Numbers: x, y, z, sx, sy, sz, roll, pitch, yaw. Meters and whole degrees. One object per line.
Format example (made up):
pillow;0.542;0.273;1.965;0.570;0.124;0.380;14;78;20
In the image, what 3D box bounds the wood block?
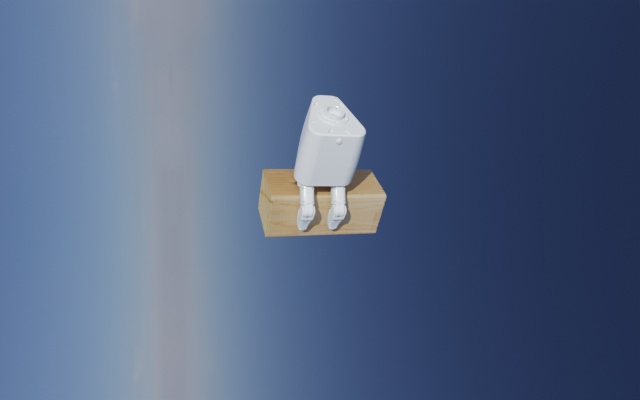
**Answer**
wood block;0.000;0.002;0.862;0.206;0.090;0.090;-1;36;-17
